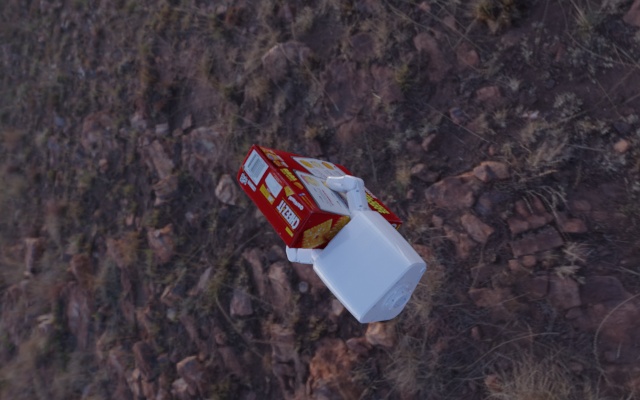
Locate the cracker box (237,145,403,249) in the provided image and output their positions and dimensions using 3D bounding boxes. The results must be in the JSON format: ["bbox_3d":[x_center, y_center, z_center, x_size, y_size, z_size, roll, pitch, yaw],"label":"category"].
[{"bbox_3d":[0.000,0.002,0.734,0.214,0.072,0.164,9,30,-48],"label":"cracker box"}]
